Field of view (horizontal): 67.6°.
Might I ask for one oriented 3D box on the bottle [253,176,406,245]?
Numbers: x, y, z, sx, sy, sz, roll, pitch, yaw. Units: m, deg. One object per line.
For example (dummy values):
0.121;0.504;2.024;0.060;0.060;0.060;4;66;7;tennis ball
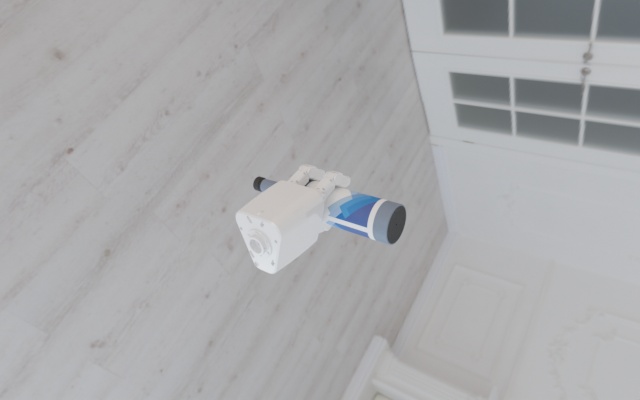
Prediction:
0.000;0.003;0.822;0.295;0.069;0.069;17;9;33;bottle
